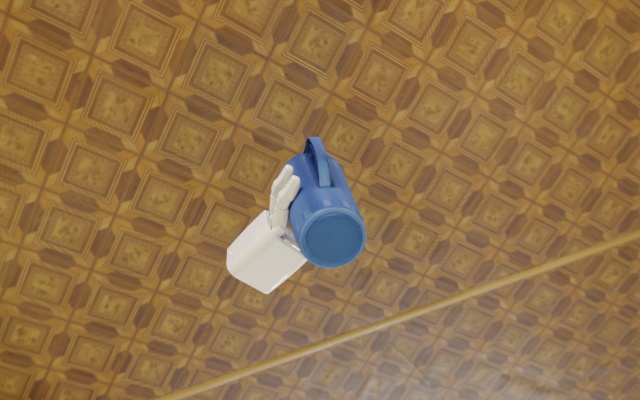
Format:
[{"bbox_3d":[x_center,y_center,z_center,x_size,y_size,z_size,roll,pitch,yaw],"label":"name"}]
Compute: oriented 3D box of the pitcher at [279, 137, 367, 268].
[{"bbox_3d":[0.000,0.003,0.831,0.149,0.145,0.242,42,10,-24],"label":"pitcher"}]
